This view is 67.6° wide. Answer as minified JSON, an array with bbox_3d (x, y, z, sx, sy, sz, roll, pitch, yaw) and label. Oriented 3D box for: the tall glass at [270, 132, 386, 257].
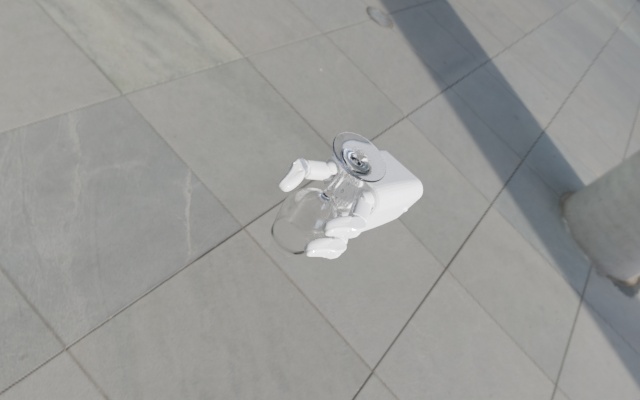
[{"bbox_3d":[0.000,0.002,0.632,0.079,0.079,0.201,0,-33,-35],"label":"tall glass"}]
